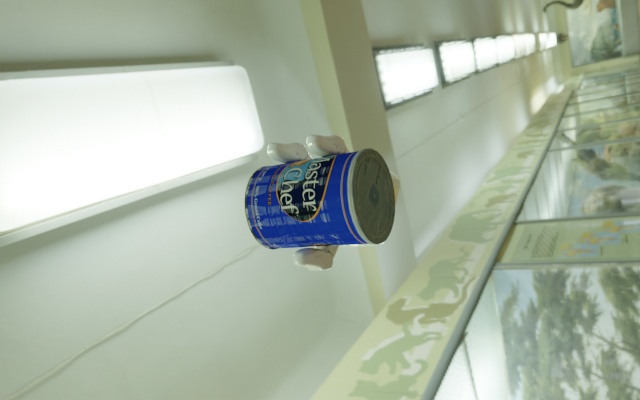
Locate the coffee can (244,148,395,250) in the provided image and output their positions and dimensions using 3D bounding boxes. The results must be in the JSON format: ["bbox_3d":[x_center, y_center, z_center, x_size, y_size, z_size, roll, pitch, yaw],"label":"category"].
[{"bbox_3d":[0.000,0.002,0.543,0.140,0.103,0.103,-6,-3,32],"label":"coffee can"}]
